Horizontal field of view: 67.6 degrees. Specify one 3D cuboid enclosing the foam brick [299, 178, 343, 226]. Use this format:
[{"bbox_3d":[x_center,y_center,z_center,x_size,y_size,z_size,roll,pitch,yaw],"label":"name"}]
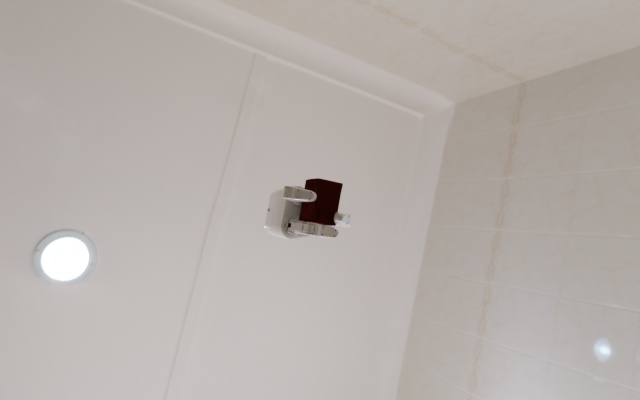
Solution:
[{"bbox_3d":[0.000,0.003,0.855,0.053,0.078,0.051,13,-7,-26],"label":"foam brick"}]
